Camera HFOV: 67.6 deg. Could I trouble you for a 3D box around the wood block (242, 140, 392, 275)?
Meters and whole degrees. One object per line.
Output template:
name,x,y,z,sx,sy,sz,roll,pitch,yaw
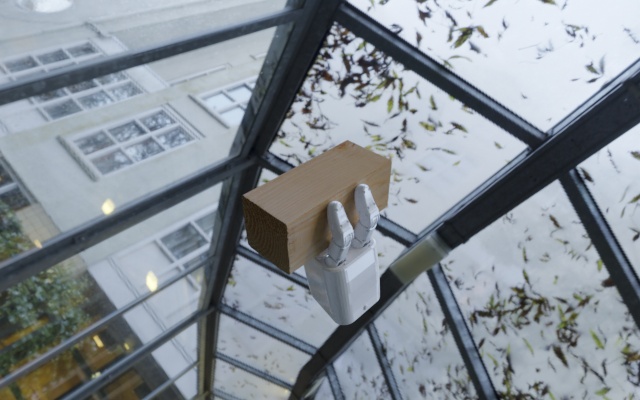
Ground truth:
wood block,0.000,0.002,0.681,0.090,0.090,0.206,29,46,35
